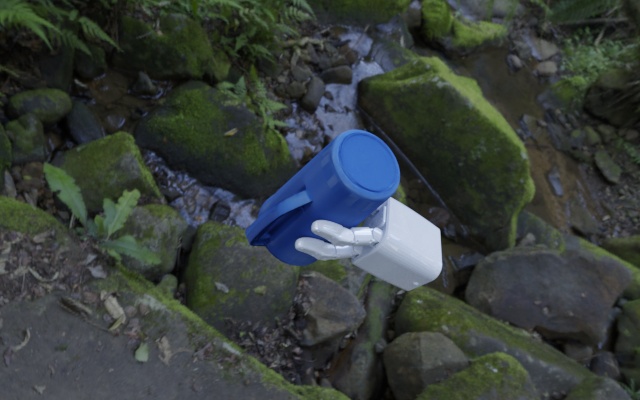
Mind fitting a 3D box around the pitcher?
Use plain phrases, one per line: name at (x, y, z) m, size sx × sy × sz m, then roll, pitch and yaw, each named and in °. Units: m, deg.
pitcher at (0.000, 0.002, 0.713) m, size 0.145 × 0.149 × 0.243 m, roll 30°, pitch -37°, yaw -13°
